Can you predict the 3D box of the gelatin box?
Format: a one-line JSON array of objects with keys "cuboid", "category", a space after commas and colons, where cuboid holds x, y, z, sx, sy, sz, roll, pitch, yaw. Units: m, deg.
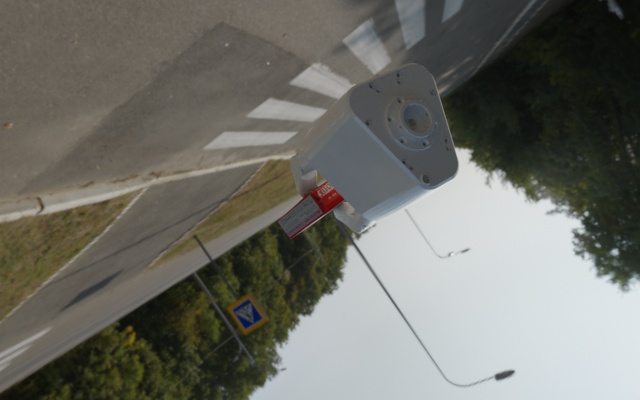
[{"cuboid": [0.000, 0.002, 0.544, 0.073, 0.030, 0.089, -35, -3, -38], "category": "gelatin box"}]
